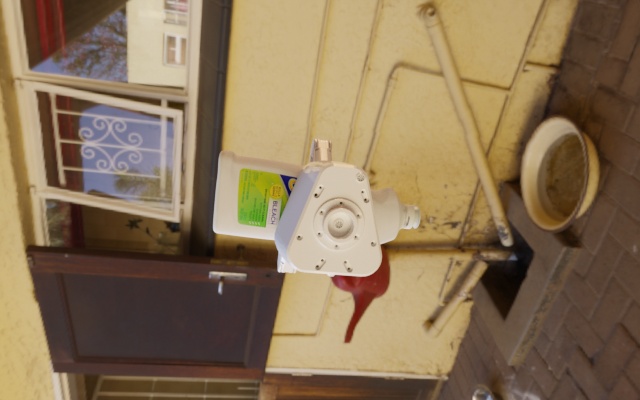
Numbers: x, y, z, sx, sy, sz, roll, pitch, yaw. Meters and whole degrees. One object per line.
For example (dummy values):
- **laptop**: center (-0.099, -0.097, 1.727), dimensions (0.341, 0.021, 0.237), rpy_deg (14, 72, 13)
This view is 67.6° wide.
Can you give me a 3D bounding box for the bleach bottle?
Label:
- **bleach bottle**: center (0.000, 0.002, 0.587), dimensions (0.251, 0.102, 0.068), rpy_deg (5, 2, -10)
